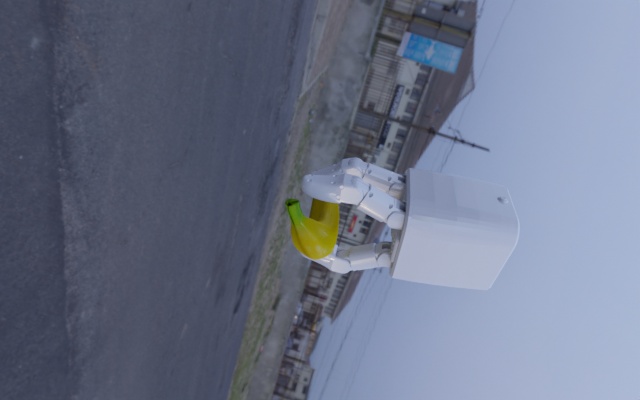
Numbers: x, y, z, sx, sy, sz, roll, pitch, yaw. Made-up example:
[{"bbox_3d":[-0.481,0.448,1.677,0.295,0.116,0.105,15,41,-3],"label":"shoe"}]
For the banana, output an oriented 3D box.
[{"bbox_3d":[0.000,0.021,0.504,0.037,0.069,0.198,0,7,7],"label":"banana"}]
